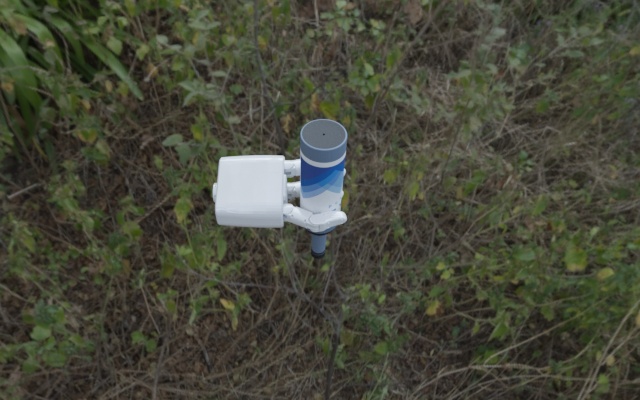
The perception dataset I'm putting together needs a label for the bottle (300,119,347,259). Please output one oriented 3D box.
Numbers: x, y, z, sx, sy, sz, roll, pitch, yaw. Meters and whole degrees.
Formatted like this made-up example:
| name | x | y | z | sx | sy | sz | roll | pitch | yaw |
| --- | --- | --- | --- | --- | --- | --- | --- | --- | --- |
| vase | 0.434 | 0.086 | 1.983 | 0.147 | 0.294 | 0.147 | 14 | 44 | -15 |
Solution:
| name | x | y | z | sx | sy | sz | roll | pitch | yaw |
| --- | --- | --- | --- | --- | --- | --- | --- | --- | --- |
| bottle | 0.000 | 0.002 | 0.783 | 0.069 | 0.069 | 0.296 | 0 | -41 | -2 |
